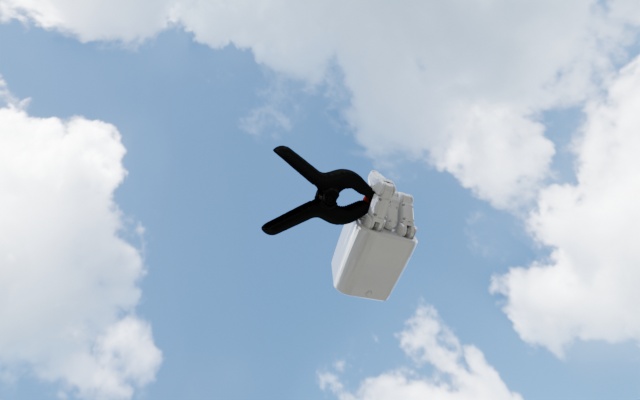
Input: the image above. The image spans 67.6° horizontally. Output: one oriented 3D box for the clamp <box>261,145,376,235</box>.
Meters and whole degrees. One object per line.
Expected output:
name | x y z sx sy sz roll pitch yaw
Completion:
clamp | 0.000 0.002 0.656 0.171 0.120 0.039 15 16 -21
